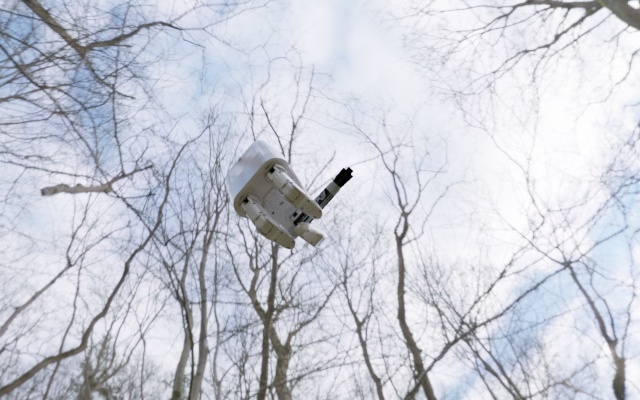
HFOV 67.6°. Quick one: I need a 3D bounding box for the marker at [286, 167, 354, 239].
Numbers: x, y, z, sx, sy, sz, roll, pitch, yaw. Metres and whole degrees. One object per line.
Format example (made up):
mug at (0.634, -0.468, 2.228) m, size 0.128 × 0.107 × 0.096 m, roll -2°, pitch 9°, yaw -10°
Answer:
marker at (0.000, 0.002, 0.637) m, size 0.020 × 0.121 × 0.020 m, roll 42°, pitch 5°, yaw -4°
